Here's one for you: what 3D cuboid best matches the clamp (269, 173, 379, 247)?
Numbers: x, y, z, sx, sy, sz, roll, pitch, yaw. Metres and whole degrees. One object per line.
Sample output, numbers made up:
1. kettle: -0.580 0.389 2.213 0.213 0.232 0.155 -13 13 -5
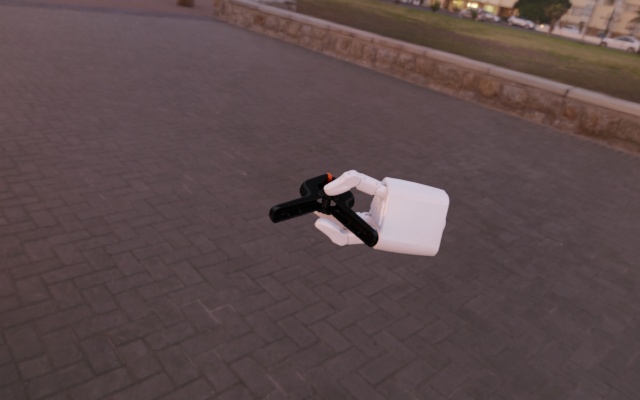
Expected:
1. clamp: 0.001 0.002 0.775 0.164 0.036 0.210 13 23 -10
